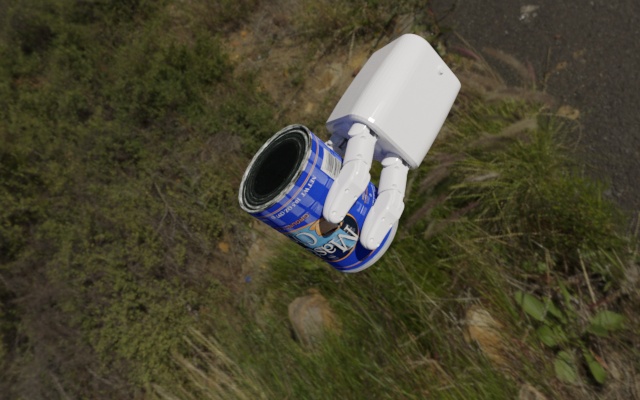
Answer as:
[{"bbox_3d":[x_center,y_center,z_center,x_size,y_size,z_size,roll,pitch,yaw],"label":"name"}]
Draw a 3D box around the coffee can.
[{"bbox_3d":[0.000,0.002,0.506,0.140,0.102,0.103,36,-22,-33],"label":"coffee can"}]
